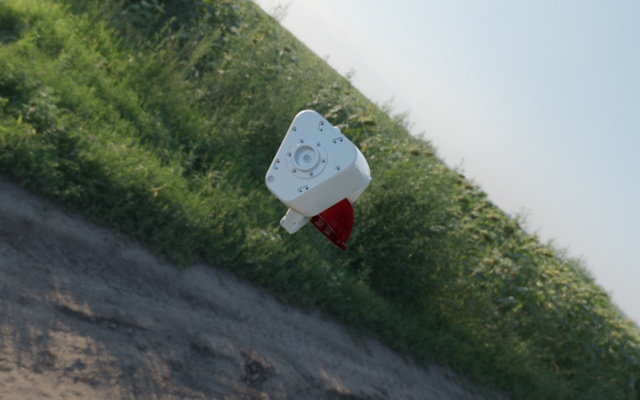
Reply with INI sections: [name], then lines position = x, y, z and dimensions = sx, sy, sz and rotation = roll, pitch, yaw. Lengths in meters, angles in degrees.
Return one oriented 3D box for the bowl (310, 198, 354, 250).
[bowl]
position = 0.000, 0.002, 0.745
dimensions = 0.055, 0.162, 0.162
rotation = -45, 8, -8
